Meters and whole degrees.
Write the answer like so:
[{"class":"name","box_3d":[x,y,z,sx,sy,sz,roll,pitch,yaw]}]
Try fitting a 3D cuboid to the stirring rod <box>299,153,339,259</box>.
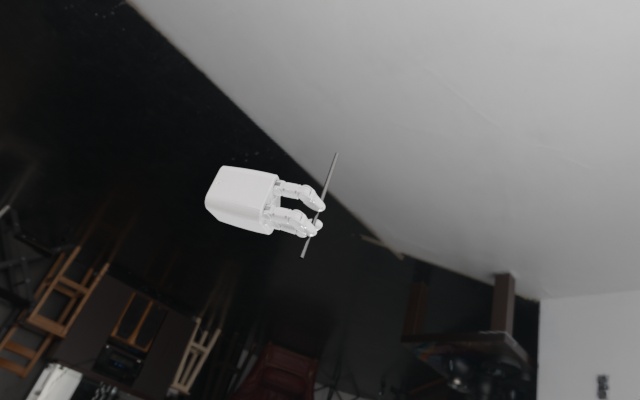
[{"class":"stirring rod","box_3d":[0.000,0.003,0.875,0.011,0.239,0.011,13,-34,9]}]
